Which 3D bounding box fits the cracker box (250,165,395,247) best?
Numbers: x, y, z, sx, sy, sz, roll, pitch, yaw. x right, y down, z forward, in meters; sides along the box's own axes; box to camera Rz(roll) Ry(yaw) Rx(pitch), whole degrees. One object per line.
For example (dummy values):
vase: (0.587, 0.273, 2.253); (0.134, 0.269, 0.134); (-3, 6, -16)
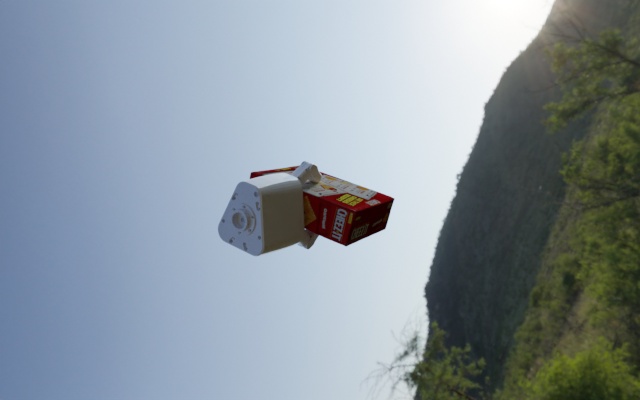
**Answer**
cracker box: (0.000, 0.003, 0.859); (0.213, 0.072, 0.164); (22, 18, 27)
